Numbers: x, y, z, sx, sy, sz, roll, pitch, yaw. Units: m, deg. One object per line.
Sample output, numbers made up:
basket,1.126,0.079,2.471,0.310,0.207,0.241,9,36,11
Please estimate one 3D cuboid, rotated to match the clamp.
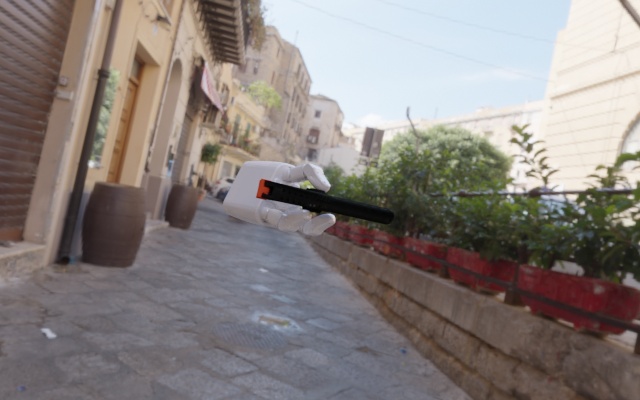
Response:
clamp,0.000,0.001,0.731,0.164,0.036,0.210,9,-3,45
